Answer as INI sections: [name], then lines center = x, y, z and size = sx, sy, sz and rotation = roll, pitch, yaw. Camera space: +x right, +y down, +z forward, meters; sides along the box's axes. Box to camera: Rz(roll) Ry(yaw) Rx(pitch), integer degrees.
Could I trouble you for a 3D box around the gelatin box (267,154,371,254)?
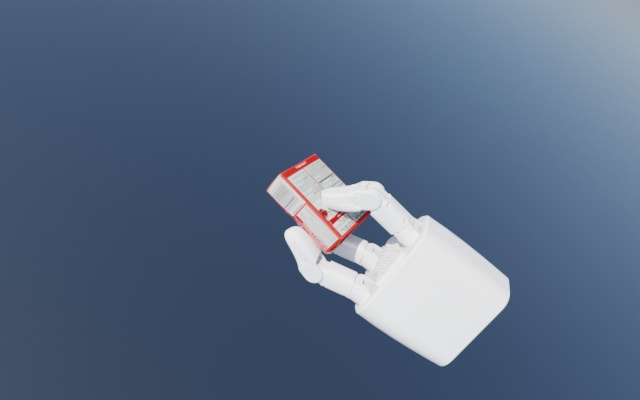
[gelatin box]
center = 0.000, 0.001, 0.484
size = 0.030, 0.089, 0.073
rotation = -47, -5, 35
